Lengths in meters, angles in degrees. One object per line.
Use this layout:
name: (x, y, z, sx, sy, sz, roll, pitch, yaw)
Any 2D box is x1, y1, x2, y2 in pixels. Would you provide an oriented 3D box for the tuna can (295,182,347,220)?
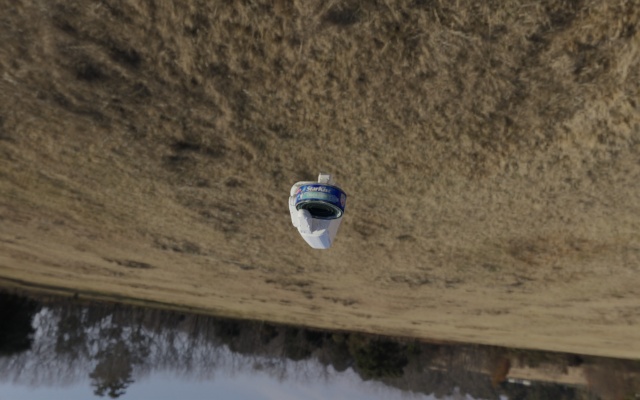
tuna can: (0.000, 0.003, 0.810, 0.086, 0.033, 0.086, 8, -22, 3)
